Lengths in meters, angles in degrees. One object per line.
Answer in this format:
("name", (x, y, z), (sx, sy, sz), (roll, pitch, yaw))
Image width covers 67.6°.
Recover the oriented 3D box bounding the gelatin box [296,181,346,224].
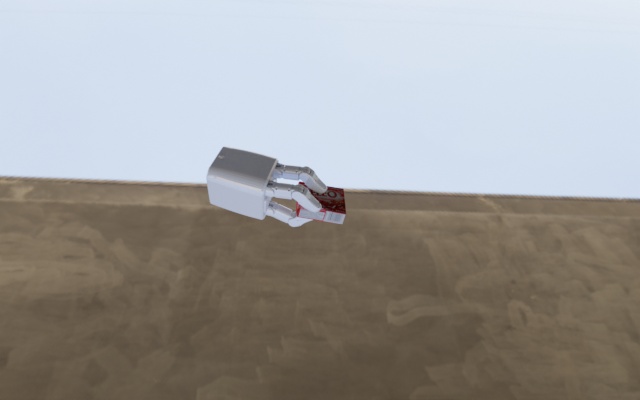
("gelatin box", (0.000, 0.003, 0.877), (0.089, 0.030, 0.073), (10, 40, -11))
